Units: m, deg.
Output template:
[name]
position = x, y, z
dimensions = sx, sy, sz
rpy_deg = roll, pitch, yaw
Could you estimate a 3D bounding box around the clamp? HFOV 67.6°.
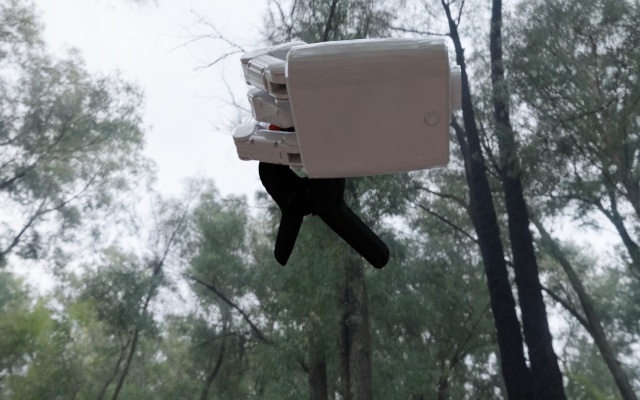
[clamp]
position = 0.000, 0.001, 0.435
dimensions = 0.120, 0.172, 0.039
rpy_deg = 1, 40, 15
